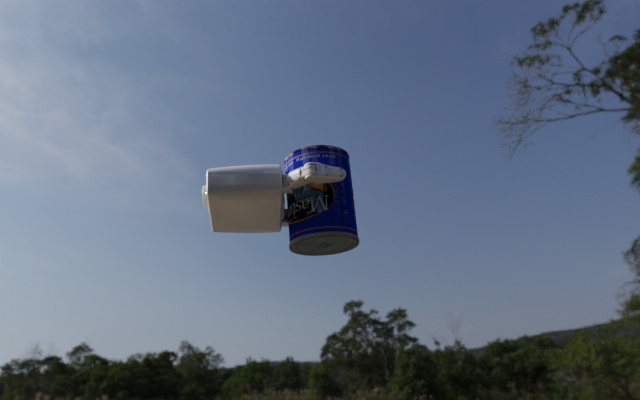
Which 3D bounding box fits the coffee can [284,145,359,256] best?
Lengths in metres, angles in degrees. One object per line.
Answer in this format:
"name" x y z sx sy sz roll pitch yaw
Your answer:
"coffee can" 0.000 0.002 0.718 0.103 0.140 0.103 -4 -21 -2
